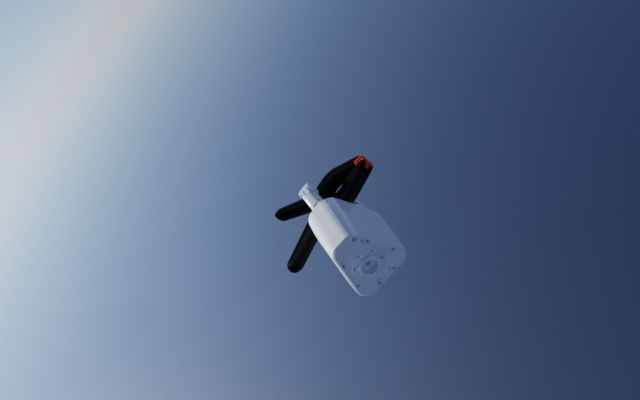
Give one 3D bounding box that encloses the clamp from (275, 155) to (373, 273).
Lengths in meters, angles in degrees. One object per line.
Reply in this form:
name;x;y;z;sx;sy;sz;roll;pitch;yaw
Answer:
clamp;0.000;0.002;0.799;0.036;0.210;0.164;36;10;-31
